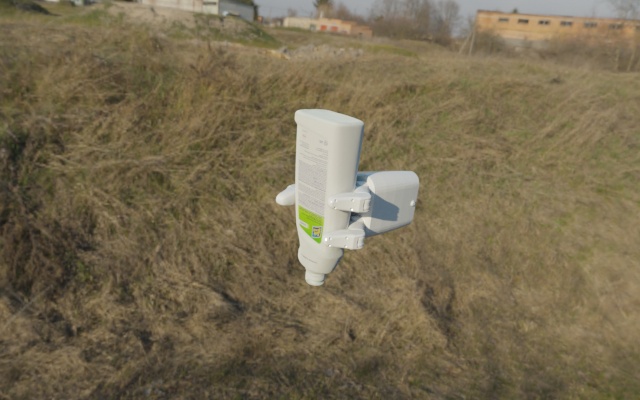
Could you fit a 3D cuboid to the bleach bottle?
[{"bbox_3d":[0.000,0.002,0.690,0.068,0.251,0.102,-9,25,-38],"label":"bleach bottle"}]
